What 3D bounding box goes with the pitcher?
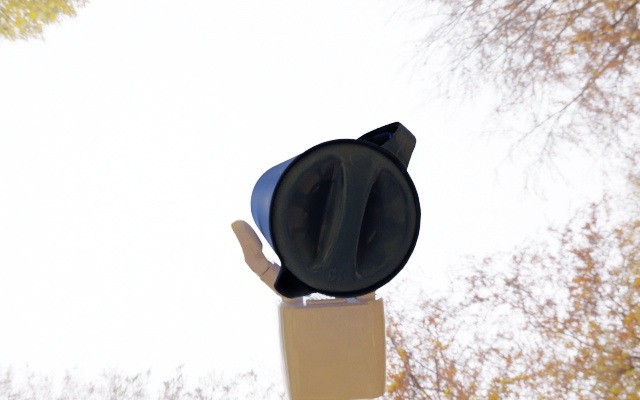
[{"bbox_3d":[0.000,0.002,0.504,0.149,0.145,0.243,-7,5,-15],"label":"pitcher"}]
